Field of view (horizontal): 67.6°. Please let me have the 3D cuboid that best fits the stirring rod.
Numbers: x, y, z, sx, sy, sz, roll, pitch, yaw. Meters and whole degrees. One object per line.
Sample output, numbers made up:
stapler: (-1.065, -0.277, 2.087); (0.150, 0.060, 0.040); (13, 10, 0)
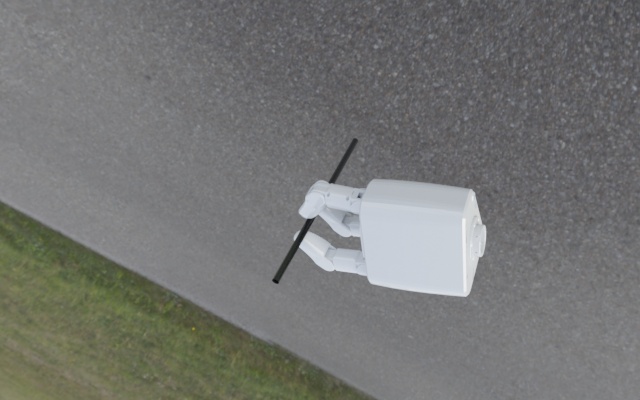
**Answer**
stirring rod: (0.000, 0.002, 0.572); (0.011, 0.011, 0.239); (0, 44, 33)
